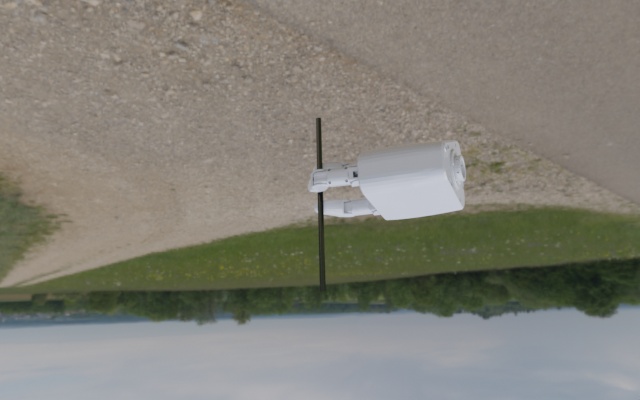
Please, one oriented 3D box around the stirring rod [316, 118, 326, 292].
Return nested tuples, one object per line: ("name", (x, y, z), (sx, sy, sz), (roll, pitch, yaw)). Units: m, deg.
("stirring rod", (0.000, 0.002, 0.653), (0.011, 0.239, 0.011), (-1, -11, 0))
